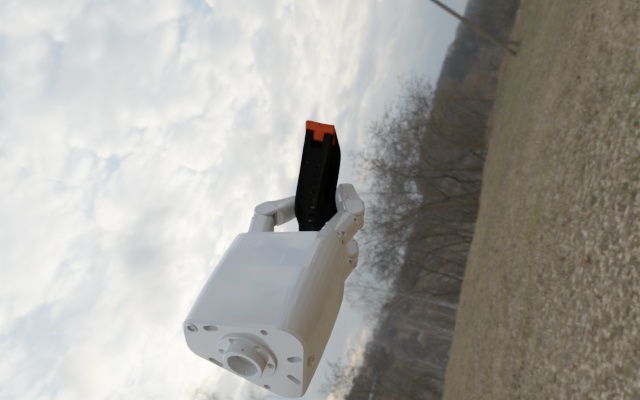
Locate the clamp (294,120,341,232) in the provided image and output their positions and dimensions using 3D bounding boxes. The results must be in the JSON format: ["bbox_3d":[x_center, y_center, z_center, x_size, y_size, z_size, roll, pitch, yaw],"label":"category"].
[{"bbox_3d":[-0.001,0.001,0.508,0.036,0.210,0.164,12,38,10],"label":"clamp"}]
